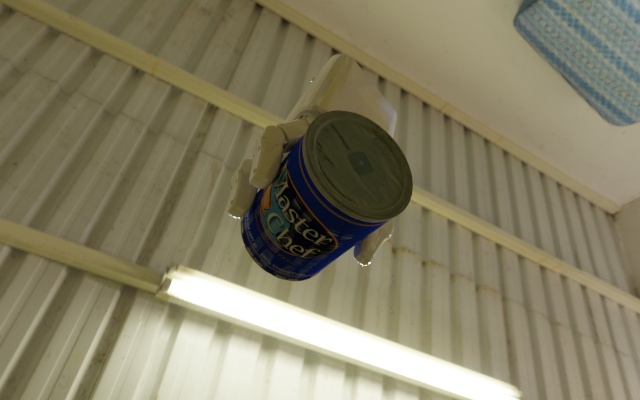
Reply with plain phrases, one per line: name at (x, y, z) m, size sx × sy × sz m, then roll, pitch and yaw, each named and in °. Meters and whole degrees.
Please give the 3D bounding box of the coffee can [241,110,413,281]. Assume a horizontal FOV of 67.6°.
coffee can at (0.000, 0.002, 0.434) m, size 0.103 × 0.102 × 0.140 m, roll 0°, pitch -28°, yaw -33°
